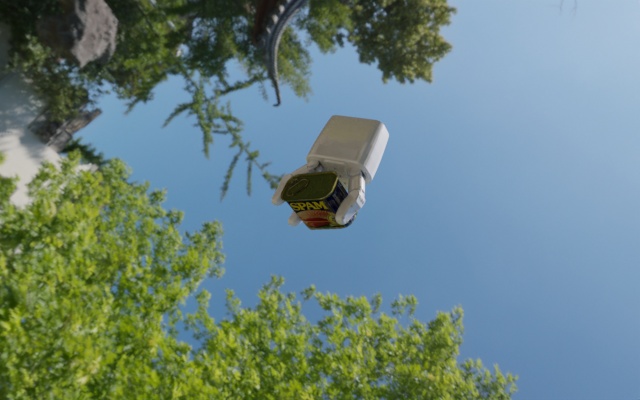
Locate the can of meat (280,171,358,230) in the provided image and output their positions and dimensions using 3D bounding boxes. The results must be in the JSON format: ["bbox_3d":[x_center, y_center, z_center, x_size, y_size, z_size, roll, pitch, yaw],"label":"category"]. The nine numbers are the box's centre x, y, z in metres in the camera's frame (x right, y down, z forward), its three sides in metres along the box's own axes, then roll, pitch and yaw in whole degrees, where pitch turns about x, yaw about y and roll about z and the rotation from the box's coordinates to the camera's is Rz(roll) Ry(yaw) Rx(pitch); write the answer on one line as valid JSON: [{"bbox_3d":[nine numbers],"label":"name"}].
[{"bbox_3d":[0.000,0.003,0.780,0.102,0.057,0.084,-3,-41,35],"label":"can of meat"}]
